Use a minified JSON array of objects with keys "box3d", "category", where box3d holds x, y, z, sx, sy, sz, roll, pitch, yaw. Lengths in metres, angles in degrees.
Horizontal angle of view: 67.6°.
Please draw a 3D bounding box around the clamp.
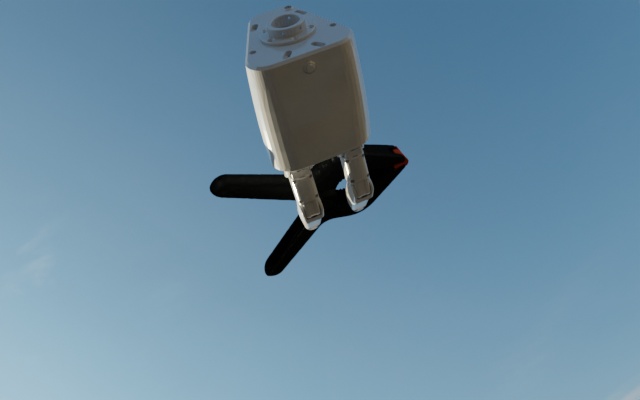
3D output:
[{"box3d":[0.000,0.001,0.536,0.210,0.165,0.036,-22,47,-8],"category":"clamp"}]
